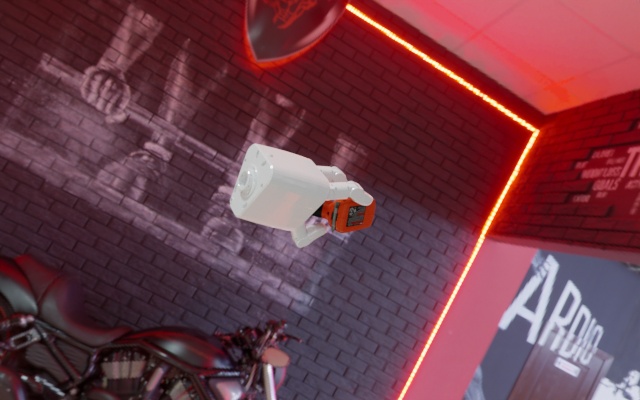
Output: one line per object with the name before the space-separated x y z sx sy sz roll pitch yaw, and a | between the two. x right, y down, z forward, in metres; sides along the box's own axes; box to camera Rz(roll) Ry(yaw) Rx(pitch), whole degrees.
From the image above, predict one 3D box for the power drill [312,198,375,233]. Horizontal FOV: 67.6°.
power drill | 0.000 0.003 0.856 0.187 0.057 0.184 15 14 35
